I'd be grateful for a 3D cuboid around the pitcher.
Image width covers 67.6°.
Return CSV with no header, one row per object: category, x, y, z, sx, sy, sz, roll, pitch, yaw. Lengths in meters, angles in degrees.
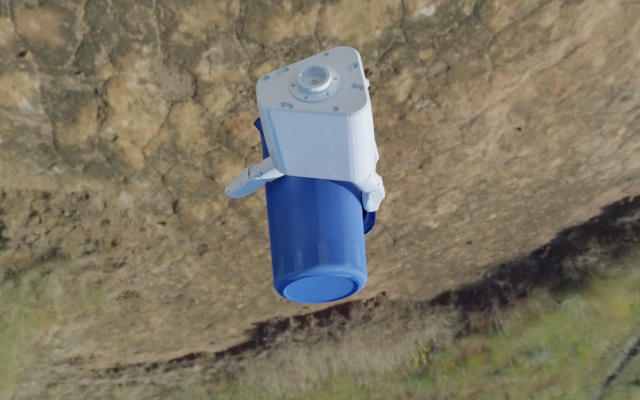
pitcher,0.000,0.002,0.611,0.149,0.242,0.145,-7,-31,3
